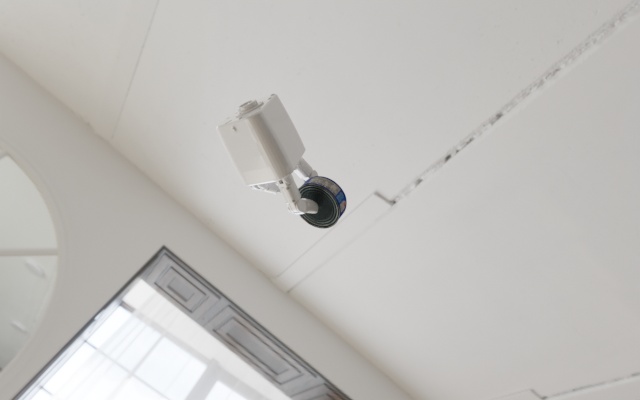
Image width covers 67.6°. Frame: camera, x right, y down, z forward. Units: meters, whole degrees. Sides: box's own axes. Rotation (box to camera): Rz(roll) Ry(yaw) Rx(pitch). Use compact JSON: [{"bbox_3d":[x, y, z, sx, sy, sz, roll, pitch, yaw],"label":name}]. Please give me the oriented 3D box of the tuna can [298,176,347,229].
[{"bbox_3d":[0.000,0.002,0.801,0.086,0.086,0.033,0,30,31],"label":"tuna can"}]
